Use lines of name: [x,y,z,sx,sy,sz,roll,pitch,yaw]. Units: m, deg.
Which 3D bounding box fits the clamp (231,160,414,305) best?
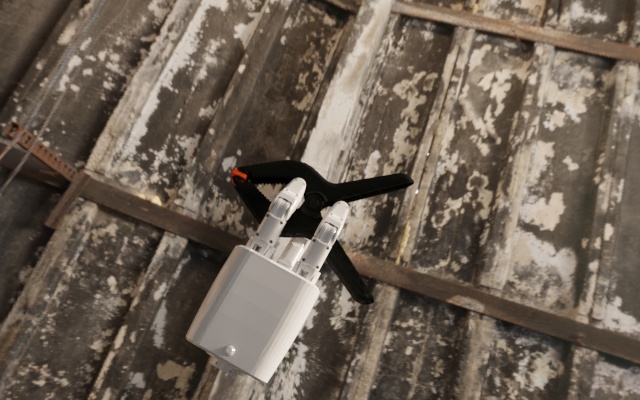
clamp: [-0.001,0.002,0.556,0.210,0.164,0.036,28,-21,4]
